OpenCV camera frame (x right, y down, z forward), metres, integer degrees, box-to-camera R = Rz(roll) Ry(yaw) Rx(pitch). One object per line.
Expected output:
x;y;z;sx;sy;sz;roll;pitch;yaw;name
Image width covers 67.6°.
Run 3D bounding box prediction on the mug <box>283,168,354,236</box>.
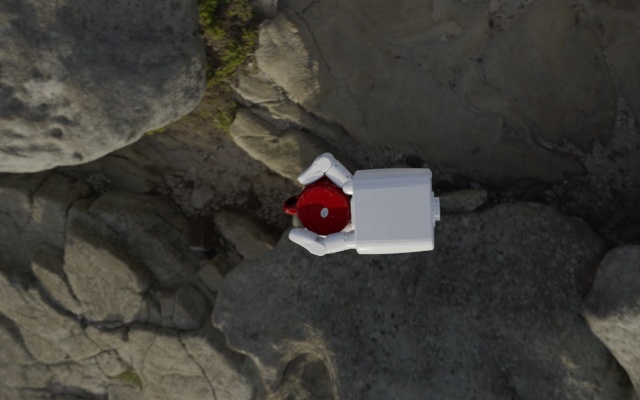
-0.001;0.002;0.720;0.117;0.093;0.081;-3;20;15;mug
